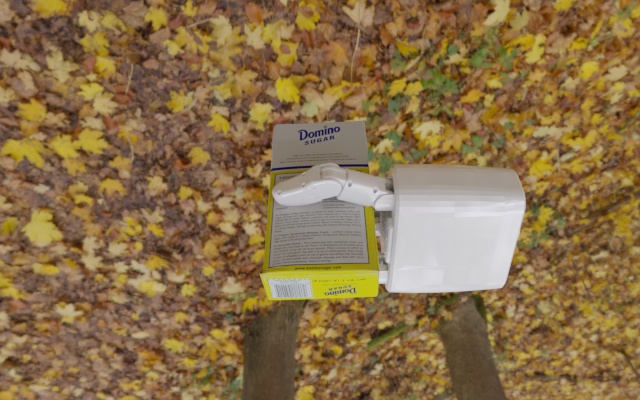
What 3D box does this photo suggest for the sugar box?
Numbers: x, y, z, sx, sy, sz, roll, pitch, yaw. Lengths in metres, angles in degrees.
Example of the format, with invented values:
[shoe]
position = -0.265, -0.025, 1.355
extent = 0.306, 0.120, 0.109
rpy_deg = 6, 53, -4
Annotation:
[sugar box]
position = 0.000, 0.002, 0.432
extent = 0.093, 0.176, 0.048
rpy_deg = -2, -43, 3
